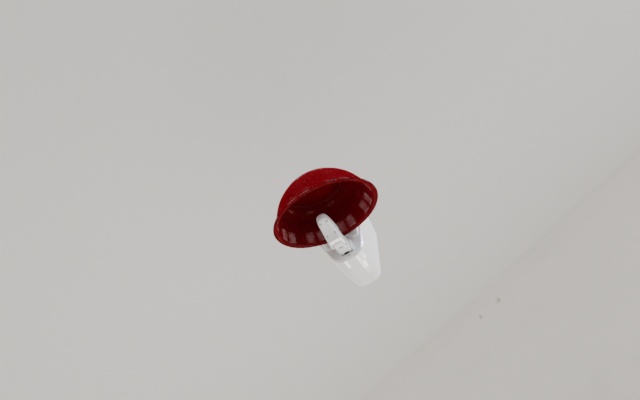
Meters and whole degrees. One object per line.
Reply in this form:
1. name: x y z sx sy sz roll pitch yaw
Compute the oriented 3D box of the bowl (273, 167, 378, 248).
1. bowl: 0.000 0.001 0.699 0.162 0.055 0.162 -18 -32 -12
